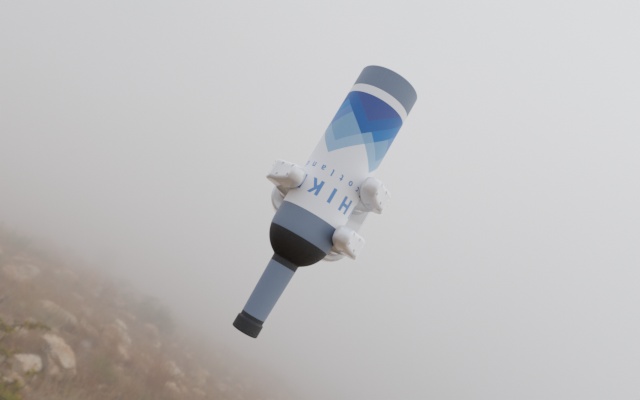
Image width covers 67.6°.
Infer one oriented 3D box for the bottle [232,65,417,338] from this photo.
[{"bbox_3d":[0.000,0.001,0.485,0.069,0.295,0.069,30,-10,6],"label":"bottle"}]
